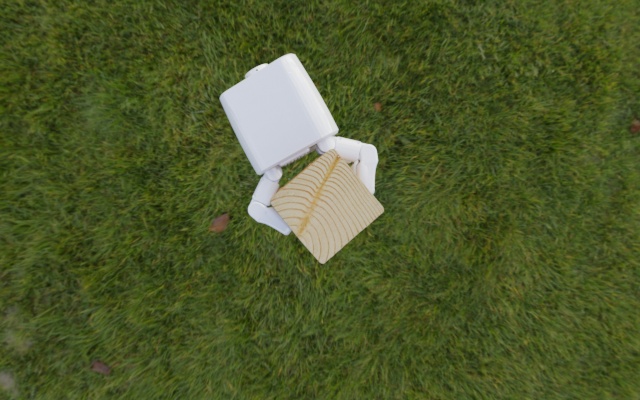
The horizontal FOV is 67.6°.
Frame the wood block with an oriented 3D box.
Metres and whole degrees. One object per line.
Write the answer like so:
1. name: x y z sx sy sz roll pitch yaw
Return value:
1. wood block: 0.000 0.002 0.601 0.091 0.090 0.206 -40 4 -1
